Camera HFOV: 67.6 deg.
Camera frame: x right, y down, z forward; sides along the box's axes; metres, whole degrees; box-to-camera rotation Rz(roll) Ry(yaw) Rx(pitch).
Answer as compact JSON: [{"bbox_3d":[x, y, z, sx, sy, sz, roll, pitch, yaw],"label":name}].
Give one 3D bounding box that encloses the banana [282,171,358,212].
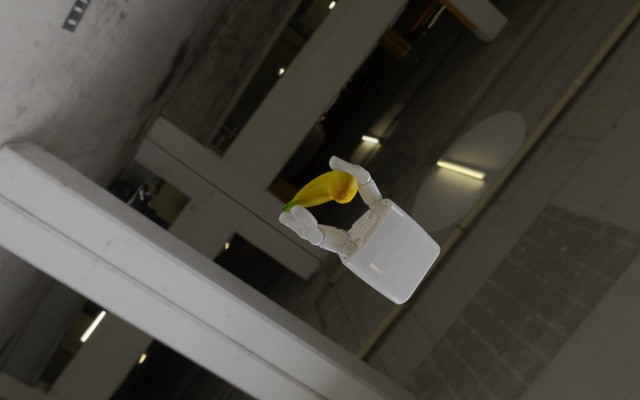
[{"bbox_3d":[0.010,-0.011,0.647,0.037,0.069,0.198,44,-21,-12],"label":"banana"}]
